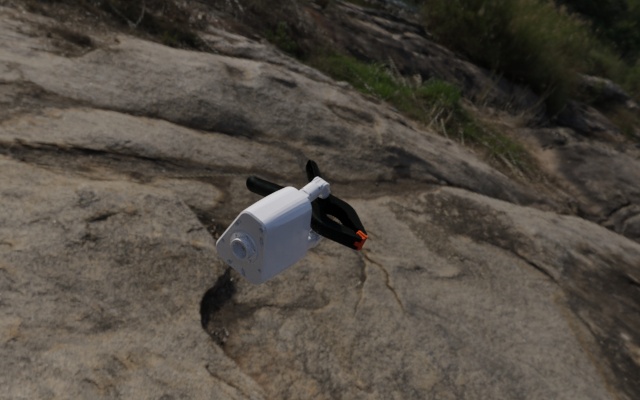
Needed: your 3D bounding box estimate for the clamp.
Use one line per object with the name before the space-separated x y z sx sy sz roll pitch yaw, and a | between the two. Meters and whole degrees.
clamp | 0.001 0.002 0.805 0.210 0.036 0.164 36 37 18
